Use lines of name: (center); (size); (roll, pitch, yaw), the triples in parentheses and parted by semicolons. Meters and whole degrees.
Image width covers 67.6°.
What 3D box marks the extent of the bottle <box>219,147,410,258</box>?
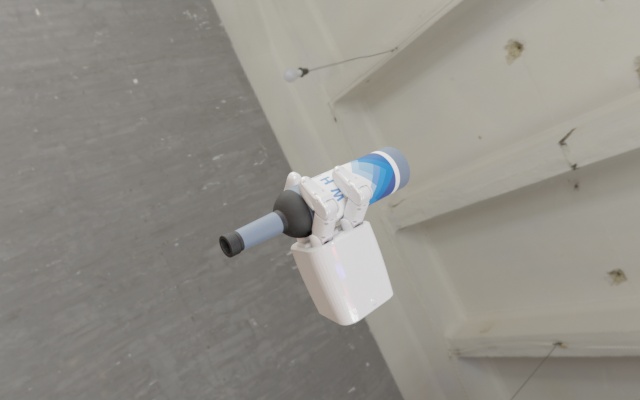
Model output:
bottle: (0.000, 0.002, 0.625); (0.295, 0.069, 0.069); (-25, 15, -36)
